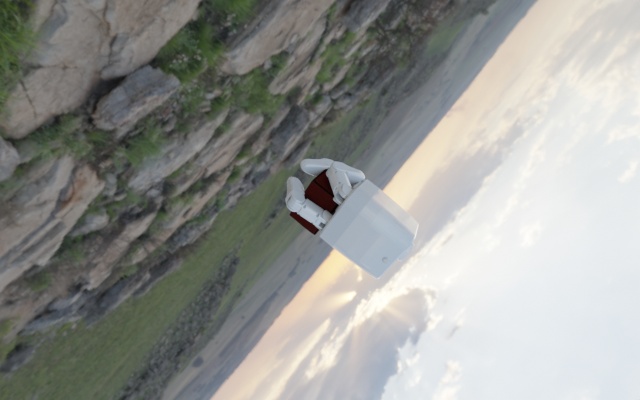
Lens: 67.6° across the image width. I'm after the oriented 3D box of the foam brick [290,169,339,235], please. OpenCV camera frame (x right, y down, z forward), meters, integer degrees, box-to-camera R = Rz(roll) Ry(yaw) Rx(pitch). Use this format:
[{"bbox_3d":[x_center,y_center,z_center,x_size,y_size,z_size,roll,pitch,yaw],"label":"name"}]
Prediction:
[{"bbox_3d":[0.000,0.002,0.714,0.051,0.078,0.053,39,35,5],"label":"foam brick"}]
